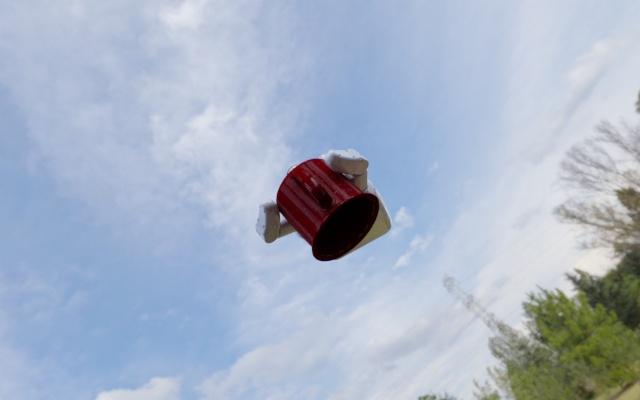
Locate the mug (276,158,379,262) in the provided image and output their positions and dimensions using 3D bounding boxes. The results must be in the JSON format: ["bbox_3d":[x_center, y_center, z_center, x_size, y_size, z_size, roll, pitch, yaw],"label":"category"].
[{"bbox_3d":[-0.001,0.001,0.519,0.081,0.093,0.117,44,-3,32],"label":"mug"}]
